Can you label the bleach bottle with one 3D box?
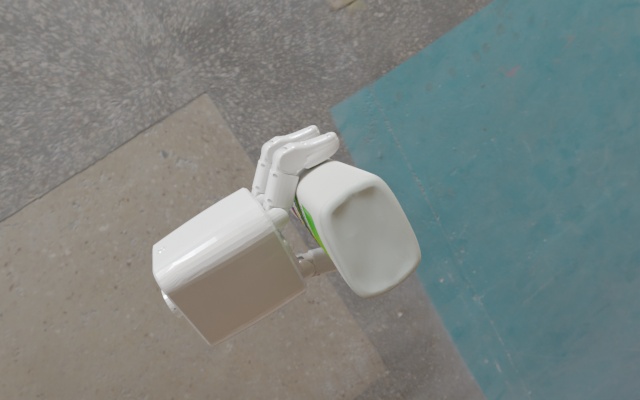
[{"bbox_3d":[0.000,0.001,0.482,0.068,0.103,0.250,-32,21,-10],"label":"bleach bottle"}]
